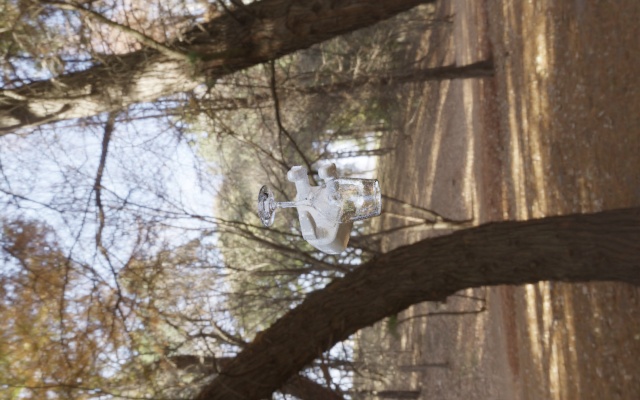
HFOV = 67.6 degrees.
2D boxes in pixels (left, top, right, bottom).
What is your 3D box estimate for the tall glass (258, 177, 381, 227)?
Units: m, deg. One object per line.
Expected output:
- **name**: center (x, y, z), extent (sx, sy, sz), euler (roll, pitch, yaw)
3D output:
- **tall glass**: center (-0.001, 0.003, 0.813), extent (0.201, 0.079, 0.079), euler (-4, -1, 16)
